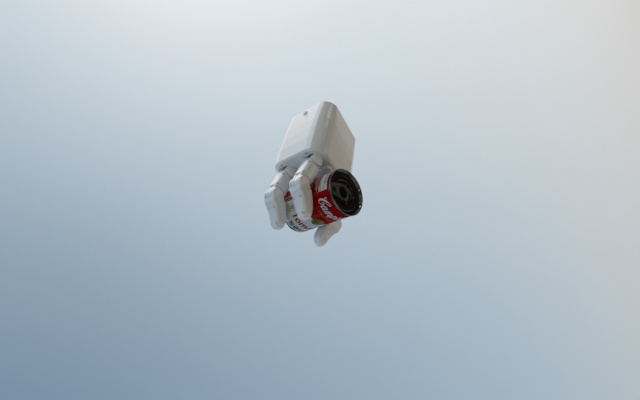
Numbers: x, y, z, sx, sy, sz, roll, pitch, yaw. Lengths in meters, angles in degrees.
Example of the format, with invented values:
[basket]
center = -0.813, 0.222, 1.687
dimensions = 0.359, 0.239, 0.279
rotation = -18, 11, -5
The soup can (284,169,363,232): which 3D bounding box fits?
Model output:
[soup can]
center = 0.000, 0.003, 0.684
dimensions = 0.102, 0.068, 0.068
rotation = -21, -14, 40
